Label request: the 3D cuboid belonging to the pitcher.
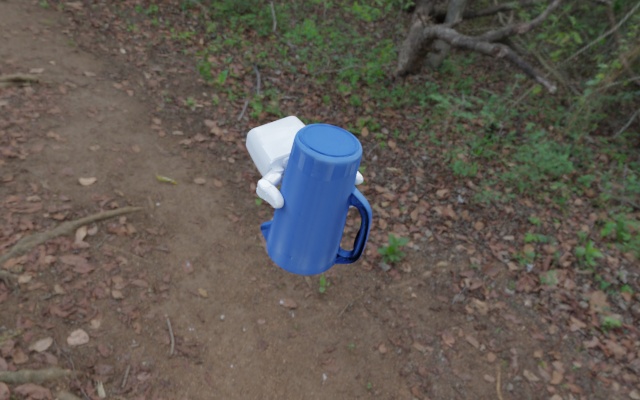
[{"bbox_3d":[0.000,0.003,0.801,0.149,0.243,0.145,-9,44,-28],"label":"pitcher"}]
